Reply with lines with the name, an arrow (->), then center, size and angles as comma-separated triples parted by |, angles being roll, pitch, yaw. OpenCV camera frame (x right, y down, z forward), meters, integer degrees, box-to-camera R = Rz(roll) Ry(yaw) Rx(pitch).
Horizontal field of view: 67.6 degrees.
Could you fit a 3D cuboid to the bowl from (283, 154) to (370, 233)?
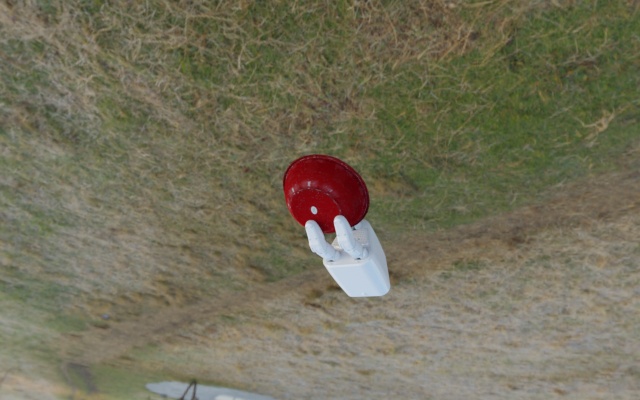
bowl -> -0.001, 0.002, 0.822 | 0.162, 0.162, 0.055 | 0, 35, 24
